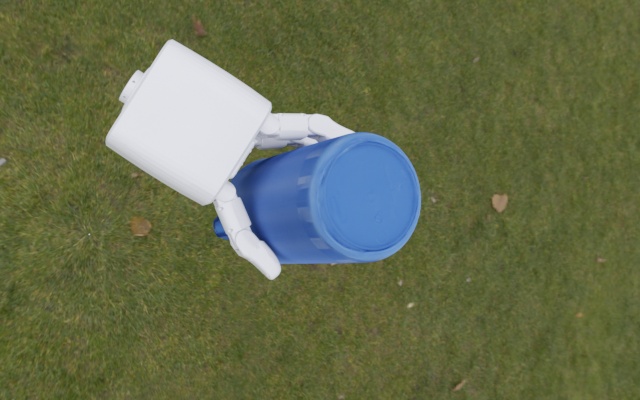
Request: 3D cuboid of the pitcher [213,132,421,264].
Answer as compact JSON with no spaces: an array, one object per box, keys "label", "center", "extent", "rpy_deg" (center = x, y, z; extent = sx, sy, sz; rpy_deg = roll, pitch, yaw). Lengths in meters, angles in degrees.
[{"label":"pitcher","center":[0.000,0.002,0.497],"extent":[0.145,0.149,0.243],"rpy_deg":[34,-17,-19]}]
